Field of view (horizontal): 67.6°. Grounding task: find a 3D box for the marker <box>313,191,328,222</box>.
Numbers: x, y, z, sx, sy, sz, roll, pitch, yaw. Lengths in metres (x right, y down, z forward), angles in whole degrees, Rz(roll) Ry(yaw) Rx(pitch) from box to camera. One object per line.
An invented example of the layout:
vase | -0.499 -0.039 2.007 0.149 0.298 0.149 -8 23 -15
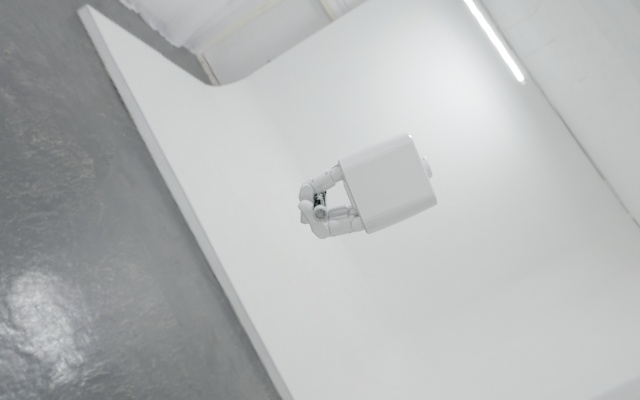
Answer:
marker | 0.000 0.002 0.655 0.020 0.020 0.121 0 15 0
